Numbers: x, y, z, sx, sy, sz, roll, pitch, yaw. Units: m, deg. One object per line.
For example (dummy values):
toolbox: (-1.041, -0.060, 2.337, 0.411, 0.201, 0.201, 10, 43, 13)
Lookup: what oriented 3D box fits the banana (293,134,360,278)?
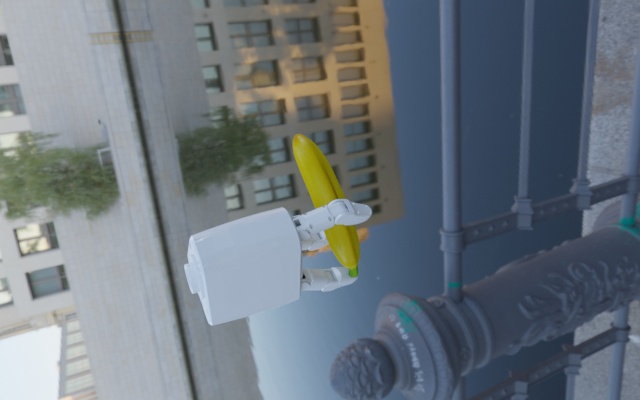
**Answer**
banana: (0.006, 0.001, 0.583, 0.037, 0.197, 0.070, -18, -9, -18)
